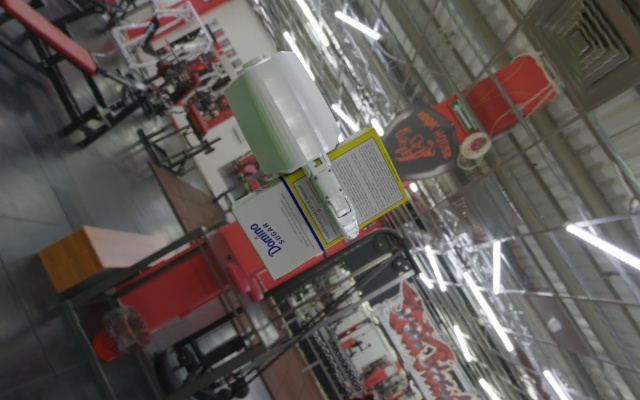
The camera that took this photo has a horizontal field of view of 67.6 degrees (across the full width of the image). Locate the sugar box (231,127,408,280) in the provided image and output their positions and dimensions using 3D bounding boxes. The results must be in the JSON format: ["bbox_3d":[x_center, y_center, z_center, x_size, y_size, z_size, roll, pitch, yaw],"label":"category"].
[{"bbox_3d":[0.000,0.001,0.528,0.176,0.093,0.048,-29,13,-3],"label":"sugar box"}]
